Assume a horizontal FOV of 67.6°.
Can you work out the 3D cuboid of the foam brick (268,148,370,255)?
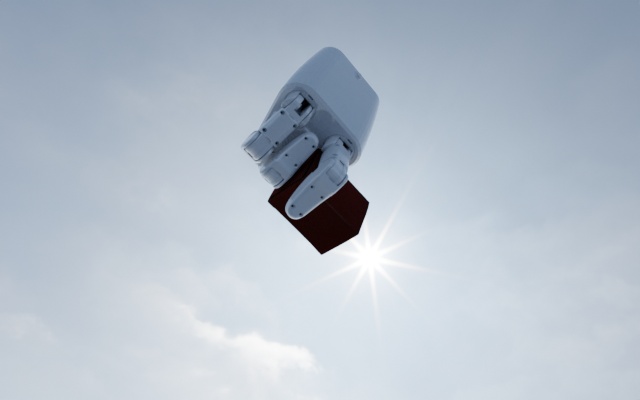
[{"bbox_3d":[0.000,0.002,0.456,0.053,0.078,0.051,-31,21,36],"label":"foam brick"}]
